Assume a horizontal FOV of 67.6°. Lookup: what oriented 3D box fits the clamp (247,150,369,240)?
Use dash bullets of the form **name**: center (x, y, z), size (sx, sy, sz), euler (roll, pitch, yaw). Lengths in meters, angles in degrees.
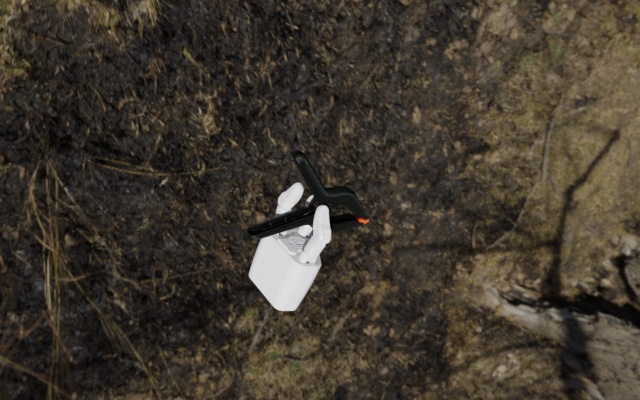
- **clamp**: center (0.001, 0.003, 0.782), size (0.210, 0.165, 0.036), euler (7, 33, -33)
